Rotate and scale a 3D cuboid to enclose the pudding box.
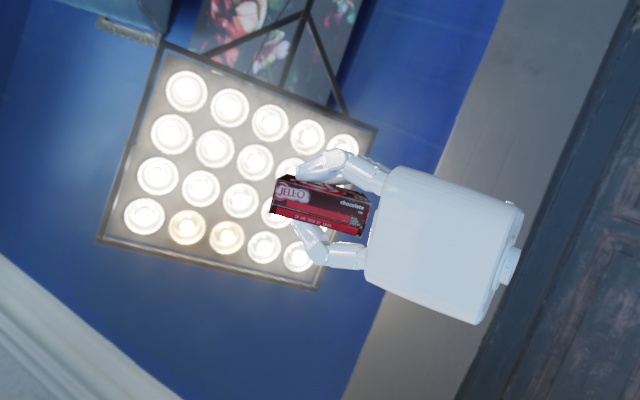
[{"bbox_3d":[0.000,0.002,0.482,0.090,0.039,0.113,16,4,-1],"label":"pudding box"}]
